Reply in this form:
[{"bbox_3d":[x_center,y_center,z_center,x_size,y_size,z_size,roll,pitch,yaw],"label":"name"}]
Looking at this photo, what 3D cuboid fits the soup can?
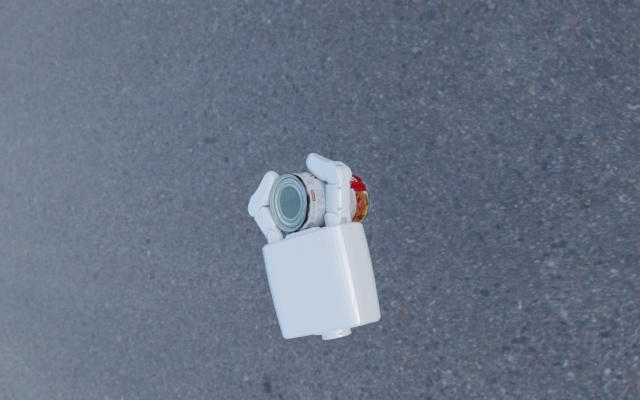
[{"bbox_3d":[0.000,0.001,0.557,0.102,0.068,0.068,-2,1,-44],"label":"soup can"}]
